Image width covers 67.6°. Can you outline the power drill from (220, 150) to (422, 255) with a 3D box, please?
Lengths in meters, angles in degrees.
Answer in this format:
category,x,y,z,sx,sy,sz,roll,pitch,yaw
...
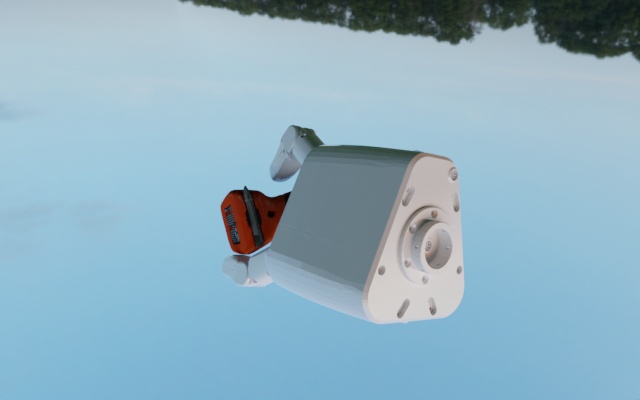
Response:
category,x,y,z,sx,sy,sz,roll,pitch,yaw
power drill,0.000,0.002,0.471,0.187,0.057,0.184,-16,-3,-17
